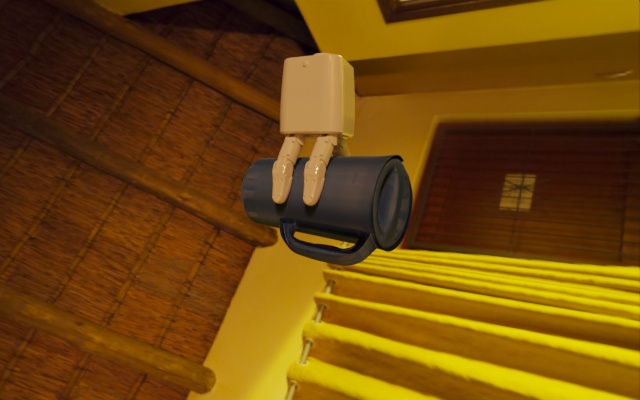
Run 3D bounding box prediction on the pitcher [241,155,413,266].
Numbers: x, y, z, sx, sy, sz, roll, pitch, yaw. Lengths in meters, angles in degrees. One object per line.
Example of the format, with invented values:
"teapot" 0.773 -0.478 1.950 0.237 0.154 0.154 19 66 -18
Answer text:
"pitcher" 0.000 0.002 0.704 0.243 0.145 0.149 5 8 32
